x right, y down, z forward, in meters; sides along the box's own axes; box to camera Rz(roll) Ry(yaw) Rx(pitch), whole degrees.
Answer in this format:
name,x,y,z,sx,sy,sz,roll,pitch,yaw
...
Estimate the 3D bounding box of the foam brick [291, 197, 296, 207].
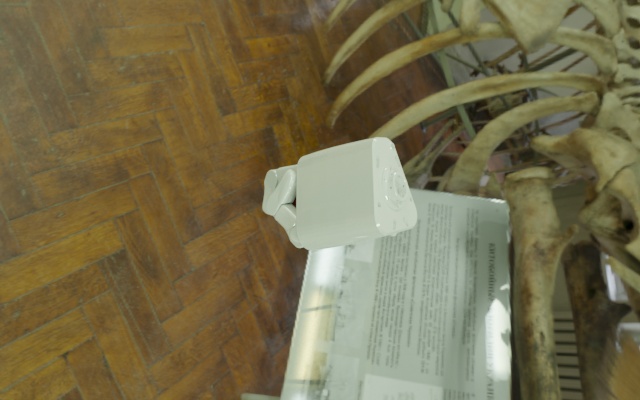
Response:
name,x,y,z,sx,sy,sz,roll,pitch,yaw
foam brick,0.000,0.002,0.625,0.051,0.053,0.078,-14,-3,37
